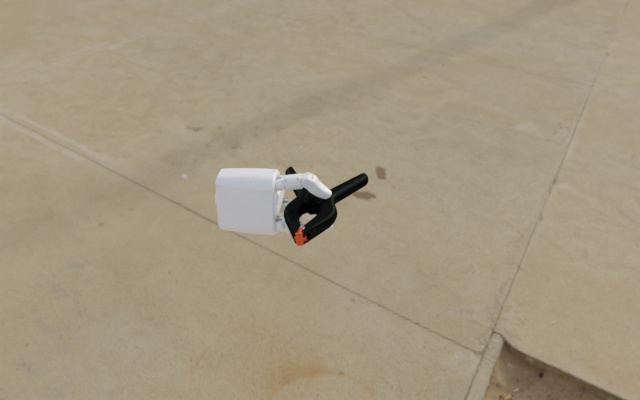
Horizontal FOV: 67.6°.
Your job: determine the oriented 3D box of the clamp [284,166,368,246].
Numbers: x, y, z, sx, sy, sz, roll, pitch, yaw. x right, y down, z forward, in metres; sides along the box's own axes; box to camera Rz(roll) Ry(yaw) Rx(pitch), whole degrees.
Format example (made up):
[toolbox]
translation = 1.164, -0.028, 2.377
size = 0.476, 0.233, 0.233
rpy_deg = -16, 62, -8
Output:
[clamp]
translation = 0.000, 0.002, 0.860
size = 0.164, 0.036, 0.209
rpy_deg = 1, 37, 9
